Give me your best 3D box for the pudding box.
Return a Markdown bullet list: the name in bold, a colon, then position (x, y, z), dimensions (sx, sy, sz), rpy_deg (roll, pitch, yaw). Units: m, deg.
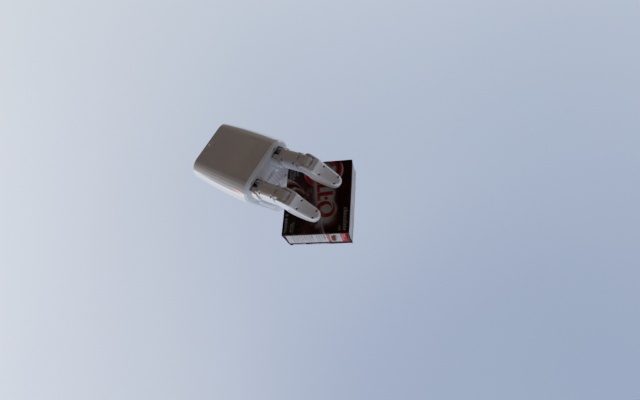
- **pudding box**: position (0.000, 0.002, 0.638), dimensions (0.090, 0.113, 0.039), rpy_deg (-4, -27, 14)
